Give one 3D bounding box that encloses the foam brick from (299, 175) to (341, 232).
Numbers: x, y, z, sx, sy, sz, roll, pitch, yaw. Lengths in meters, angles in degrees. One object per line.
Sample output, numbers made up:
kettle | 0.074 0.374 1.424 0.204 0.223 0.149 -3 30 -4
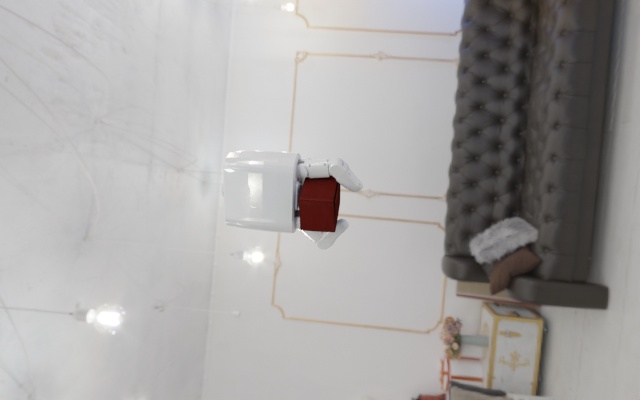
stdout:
foam brick | 0.000 0.002 0.683 0.051 0.053 0.078 3 33 6
